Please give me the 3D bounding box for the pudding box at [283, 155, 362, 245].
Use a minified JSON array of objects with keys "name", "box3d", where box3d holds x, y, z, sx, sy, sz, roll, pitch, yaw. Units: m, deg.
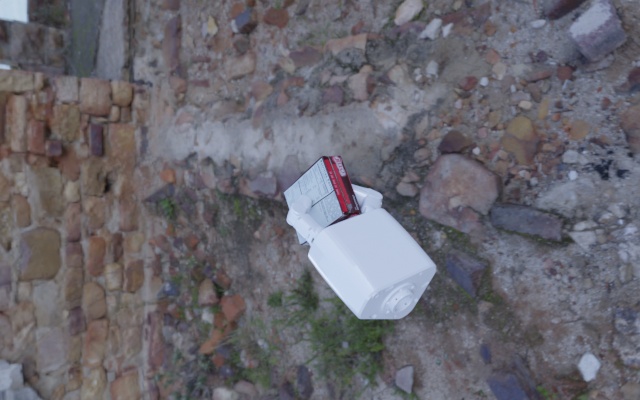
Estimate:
[{"name":"pudding box","box3d":[0.000,0.002,0.664,0.039,0.090,0.113,-3,-23,-39]}]
